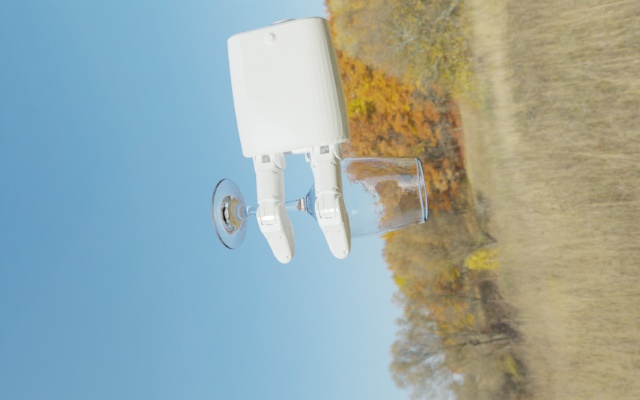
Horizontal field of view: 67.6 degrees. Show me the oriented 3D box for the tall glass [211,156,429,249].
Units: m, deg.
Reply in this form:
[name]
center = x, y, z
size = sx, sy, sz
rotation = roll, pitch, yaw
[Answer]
[tall glass]
center = -0.001, 0.002, 0.468
size = 0.201, 0.079, 0.079
rotation = -7, -2, 17
